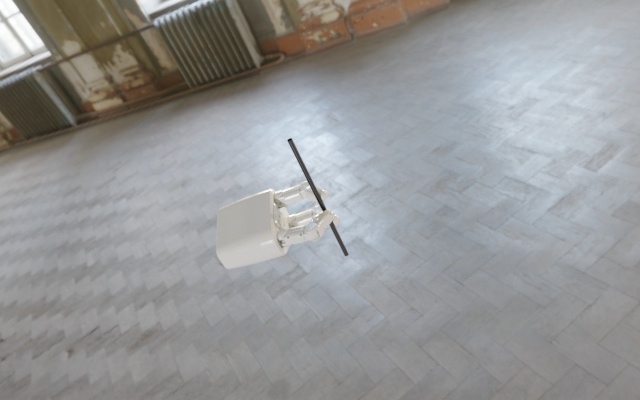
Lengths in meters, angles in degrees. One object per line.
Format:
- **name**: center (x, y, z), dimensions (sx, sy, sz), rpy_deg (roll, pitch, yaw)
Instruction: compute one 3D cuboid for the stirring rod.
- **stirring rod**: center (0.000, 0.003, 0.756), dimensions (0.011, 0.240, 0.011), rpy_deg (-18, 34, 13)
